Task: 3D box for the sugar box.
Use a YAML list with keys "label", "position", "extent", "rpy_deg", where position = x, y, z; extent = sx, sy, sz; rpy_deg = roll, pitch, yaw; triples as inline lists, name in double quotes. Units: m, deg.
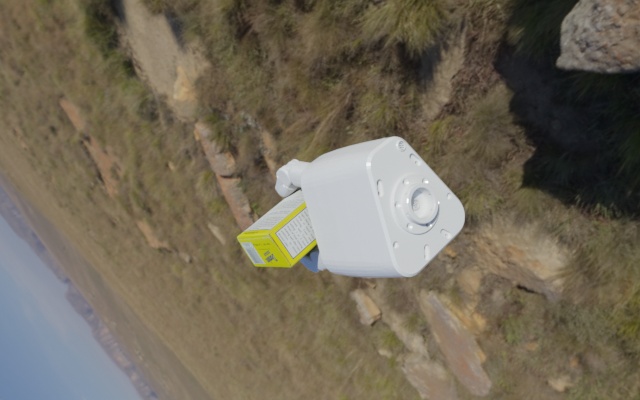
- label: "sugar box"
  position: [0.000, 0.002, 0.516]
  extent: [0.176, 0.048, 0.093]
  rpy_deg: [-37, 13, -27]
